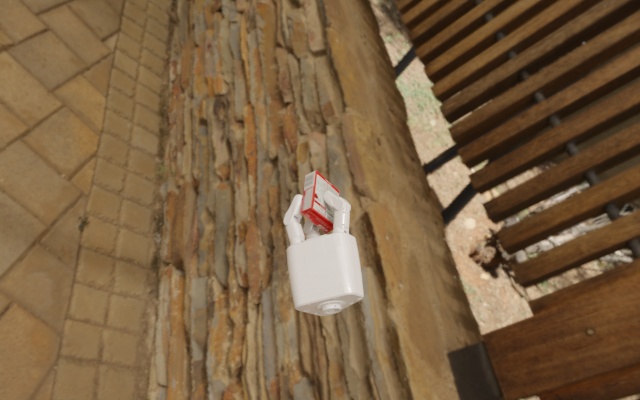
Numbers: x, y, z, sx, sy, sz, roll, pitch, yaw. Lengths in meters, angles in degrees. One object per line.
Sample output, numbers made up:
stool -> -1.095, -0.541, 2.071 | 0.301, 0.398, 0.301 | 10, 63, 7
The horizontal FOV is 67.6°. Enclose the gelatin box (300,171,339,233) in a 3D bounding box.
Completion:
gelatin box -> 0.001, 0.002, 0.856 | 0.030, 0.089, 0.073 | -22, -45, 32
